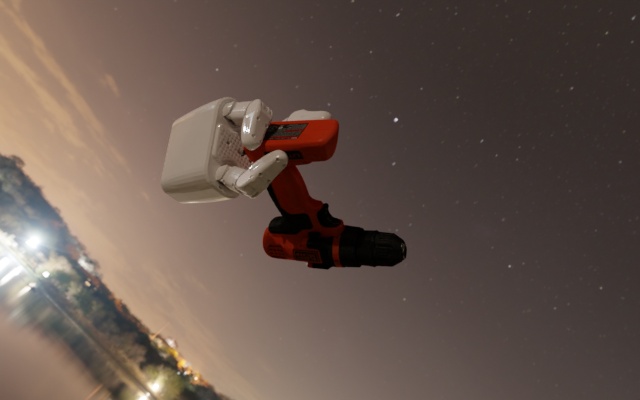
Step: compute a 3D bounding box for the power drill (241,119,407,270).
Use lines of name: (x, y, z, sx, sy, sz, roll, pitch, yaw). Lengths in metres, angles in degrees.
power drill: (0.000, 0.001, 0.550, 0.184, 0.188, 0.057, 1, 36, 22)
